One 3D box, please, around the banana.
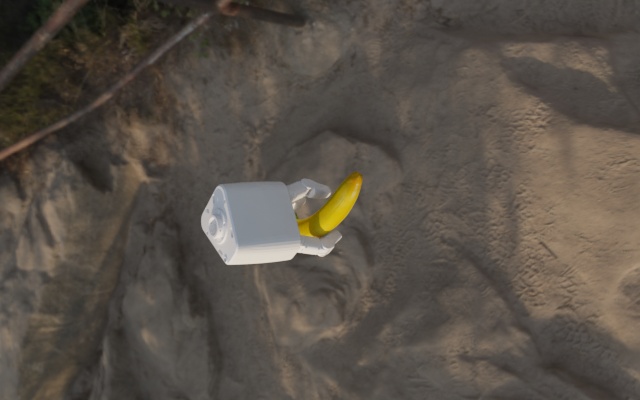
[{"bbox_3d":[0.001,0.021,0.746,0.037,0.069,0.198,5,-23,-36],"label":"banana"}]
